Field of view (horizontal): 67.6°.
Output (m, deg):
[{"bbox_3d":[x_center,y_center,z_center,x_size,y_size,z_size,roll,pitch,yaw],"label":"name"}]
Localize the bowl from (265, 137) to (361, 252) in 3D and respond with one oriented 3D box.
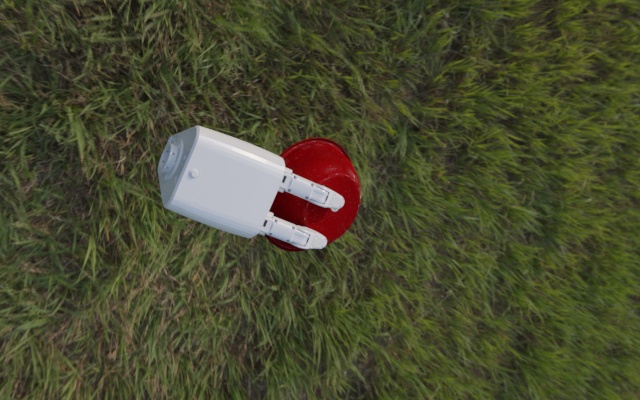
[{"bbox_3d":[0.001,0.002,0.626,0.162,0.162,0.055,0,18,-40],"label":"bowl"}]
